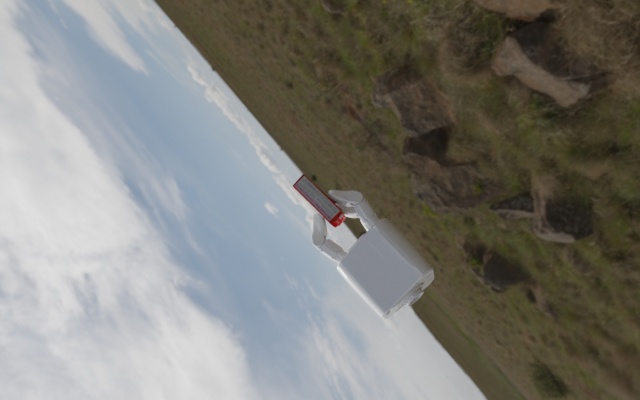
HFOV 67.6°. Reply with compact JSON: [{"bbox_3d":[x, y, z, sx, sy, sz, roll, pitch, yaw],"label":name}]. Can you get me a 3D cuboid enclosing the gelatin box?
[{"bbox_3d":[0.000,0.003,0.775,0.089,0.030,0.073,44,-1,12],"label":"gelatin box"}]
